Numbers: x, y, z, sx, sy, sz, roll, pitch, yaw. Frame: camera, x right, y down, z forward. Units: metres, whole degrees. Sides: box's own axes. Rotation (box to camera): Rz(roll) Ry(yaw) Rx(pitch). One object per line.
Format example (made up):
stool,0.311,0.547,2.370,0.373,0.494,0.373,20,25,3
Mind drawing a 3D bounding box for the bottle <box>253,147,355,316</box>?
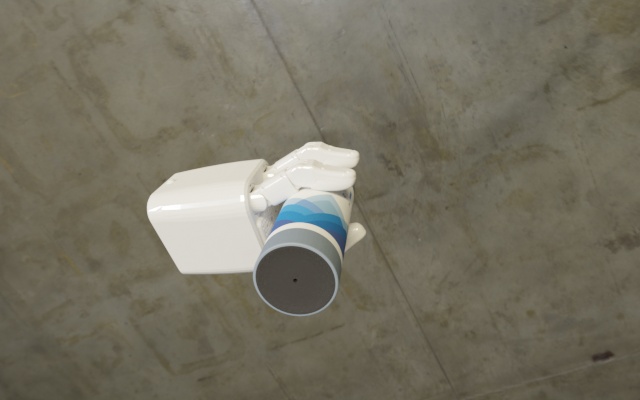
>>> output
bottle,0.000,0.002,0.495,0.069,0.069,0.295,0,24,8
